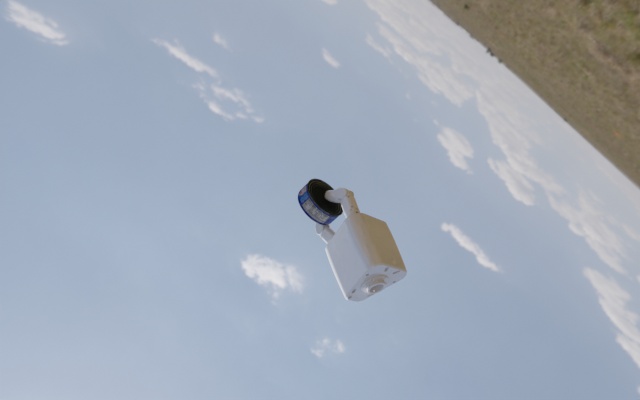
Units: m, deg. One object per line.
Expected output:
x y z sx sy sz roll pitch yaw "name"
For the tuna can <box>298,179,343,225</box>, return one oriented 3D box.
0.000 0.003 0.886 0.034 0.086 0.086 -43 -25 30 "tuna can"
